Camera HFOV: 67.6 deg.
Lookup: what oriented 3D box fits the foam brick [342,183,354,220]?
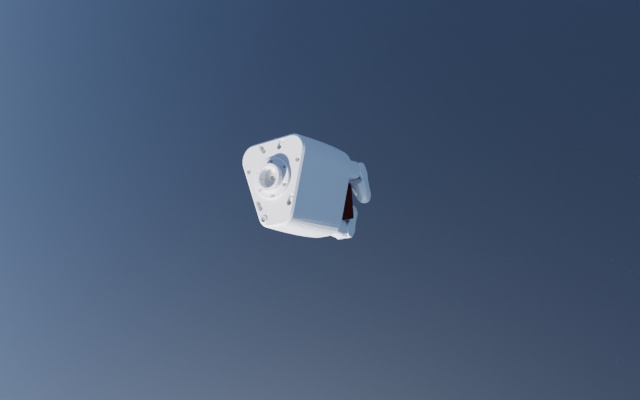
[{"bbox_3d":[0.000,0.002,0.668,0.078,0.053,0.051,-12,-17,30],"label":"foam brick"}]
